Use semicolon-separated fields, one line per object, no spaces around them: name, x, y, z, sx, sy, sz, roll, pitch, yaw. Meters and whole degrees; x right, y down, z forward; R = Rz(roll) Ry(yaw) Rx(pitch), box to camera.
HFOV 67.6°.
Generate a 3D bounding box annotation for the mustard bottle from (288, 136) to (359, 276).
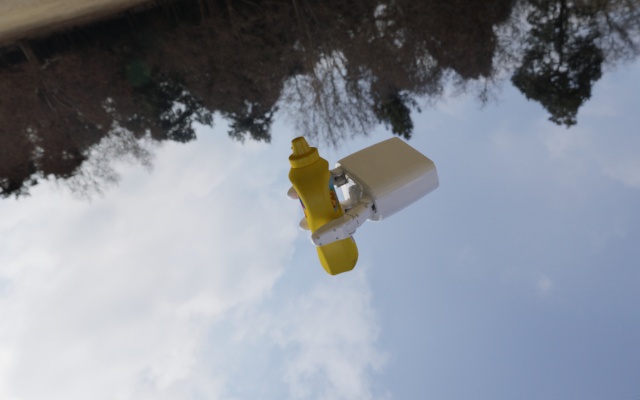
mustard bottle;0.000;0.003;0.658;0.058;0.192;0.096;-17;24;6
